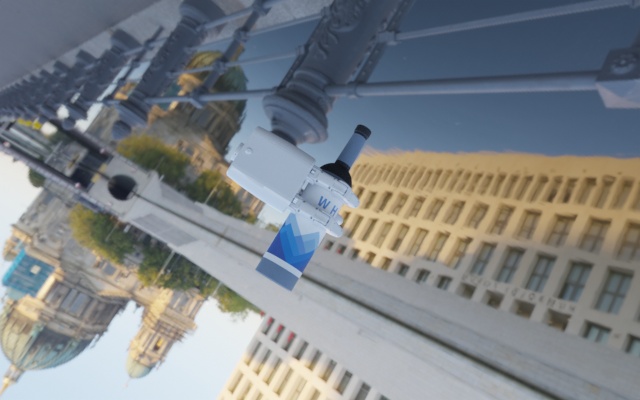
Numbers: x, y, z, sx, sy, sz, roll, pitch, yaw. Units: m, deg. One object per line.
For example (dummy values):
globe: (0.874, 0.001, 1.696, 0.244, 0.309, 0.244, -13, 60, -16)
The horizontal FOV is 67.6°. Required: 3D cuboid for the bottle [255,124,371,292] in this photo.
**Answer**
bottle: (0.000, 0.003, 0.775, 0.069, 0.295, 0.069, 30, -12, 7)
